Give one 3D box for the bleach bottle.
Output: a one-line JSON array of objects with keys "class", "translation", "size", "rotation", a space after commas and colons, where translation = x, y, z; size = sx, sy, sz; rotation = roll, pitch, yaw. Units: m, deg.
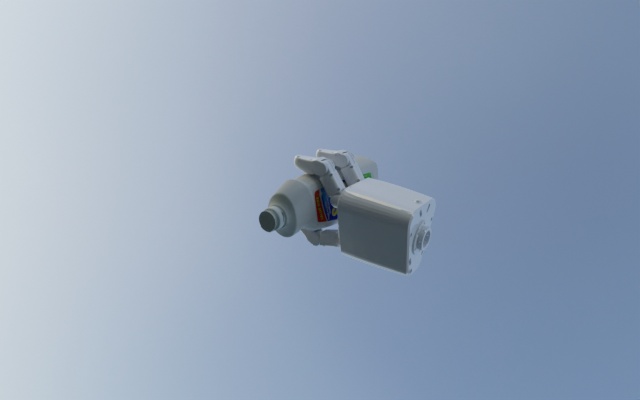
[{"class": "bleach bottle", "translation": [0.000, 0.002, 0.712], "size": [0.068, 0.103, 0.250], "rotation": [17, 24, 30]}]
